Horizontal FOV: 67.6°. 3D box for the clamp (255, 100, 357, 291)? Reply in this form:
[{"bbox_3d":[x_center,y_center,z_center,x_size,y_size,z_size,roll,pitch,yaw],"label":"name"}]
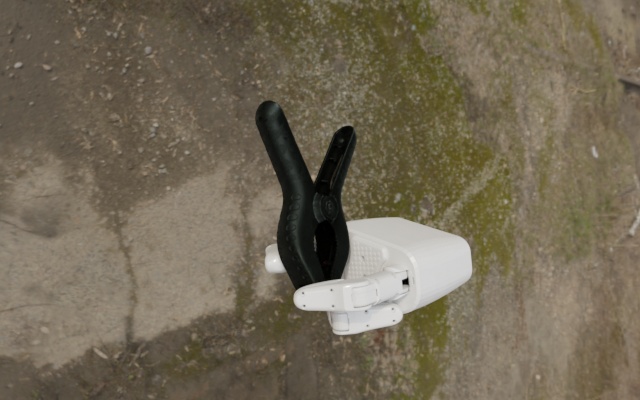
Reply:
[{"bbox_3d":[0.000,0.001,0.418,0.039,0.171,0.120,-5,2,45],"label":"clamp"}]
